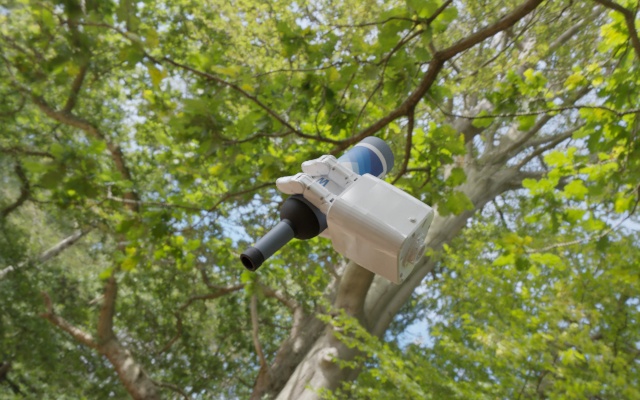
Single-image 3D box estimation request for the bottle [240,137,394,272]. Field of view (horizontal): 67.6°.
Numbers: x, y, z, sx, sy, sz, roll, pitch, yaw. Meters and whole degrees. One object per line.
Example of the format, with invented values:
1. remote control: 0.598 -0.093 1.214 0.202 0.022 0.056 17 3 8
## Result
1. bottle: 0.000 0.002 0.676 0.069 0.069 0.295 0 31 45
